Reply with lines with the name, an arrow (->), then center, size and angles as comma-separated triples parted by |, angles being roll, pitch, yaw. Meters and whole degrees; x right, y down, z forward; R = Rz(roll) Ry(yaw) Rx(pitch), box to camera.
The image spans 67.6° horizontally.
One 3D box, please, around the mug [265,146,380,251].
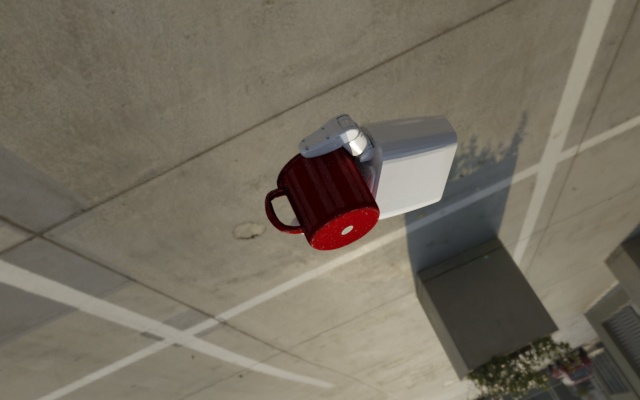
mug -> -0.001, 0.002, 0.499 | 0.117, 0.081, 0.093 | -13, -31, -22
